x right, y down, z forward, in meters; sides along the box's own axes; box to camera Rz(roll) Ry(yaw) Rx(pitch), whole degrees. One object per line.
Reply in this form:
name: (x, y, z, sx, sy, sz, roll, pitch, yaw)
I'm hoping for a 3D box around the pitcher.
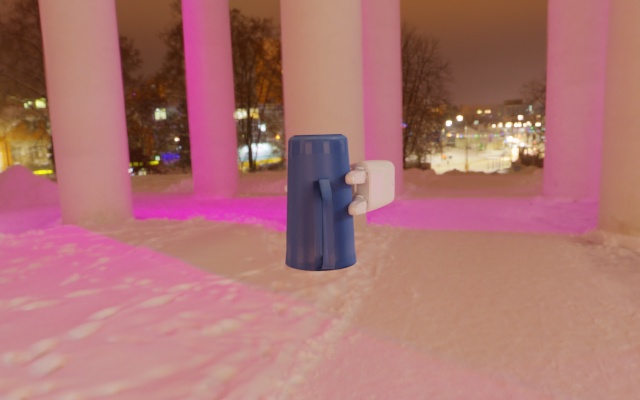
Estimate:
pitcher: (0.000, 0.003, 0.866, 0.149, 0.243, 0.145, 5, 11, 38)
